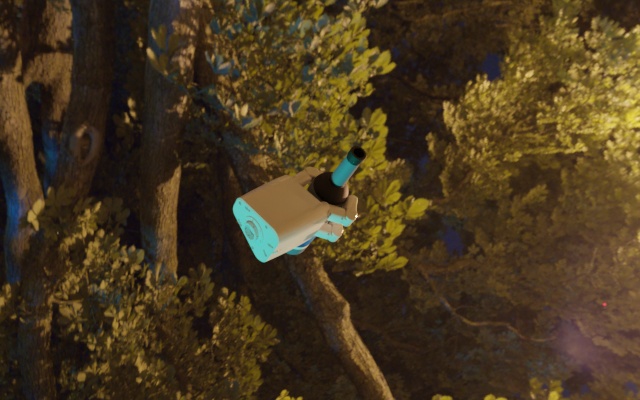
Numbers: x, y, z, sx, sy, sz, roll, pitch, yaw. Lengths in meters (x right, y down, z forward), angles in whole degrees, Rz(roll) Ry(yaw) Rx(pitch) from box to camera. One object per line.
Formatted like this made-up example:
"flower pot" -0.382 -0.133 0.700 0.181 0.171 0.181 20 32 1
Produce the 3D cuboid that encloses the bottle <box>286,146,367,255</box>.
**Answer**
"bottle" 0.000 0.003 0.845 0.069 0.069 0.296 0 -31 -28
